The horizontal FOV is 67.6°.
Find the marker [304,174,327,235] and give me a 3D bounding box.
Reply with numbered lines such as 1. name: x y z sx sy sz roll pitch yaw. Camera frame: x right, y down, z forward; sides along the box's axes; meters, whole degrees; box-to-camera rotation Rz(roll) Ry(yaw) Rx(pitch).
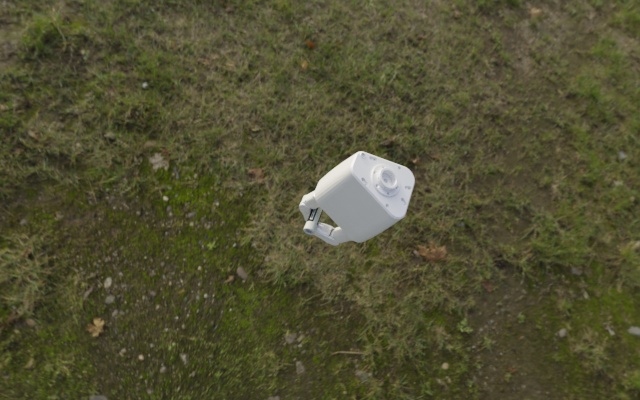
1. marker: 0.000 0.003 0.796 0.020 0.121 0.020 15 -33 10
